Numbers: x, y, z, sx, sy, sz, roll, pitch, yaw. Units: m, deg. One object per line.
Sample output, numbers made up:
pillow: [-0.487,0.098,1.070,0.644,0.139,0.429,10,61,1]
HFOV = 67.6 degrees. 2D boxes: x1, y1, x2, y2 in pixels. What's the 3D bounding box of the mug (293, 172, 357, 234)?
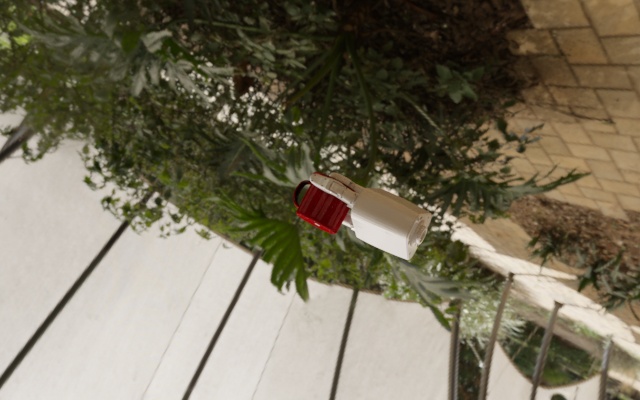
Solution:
mug: [-0.001,0.002,0.851,0.117,0.081,0.093,24,-8,27]
